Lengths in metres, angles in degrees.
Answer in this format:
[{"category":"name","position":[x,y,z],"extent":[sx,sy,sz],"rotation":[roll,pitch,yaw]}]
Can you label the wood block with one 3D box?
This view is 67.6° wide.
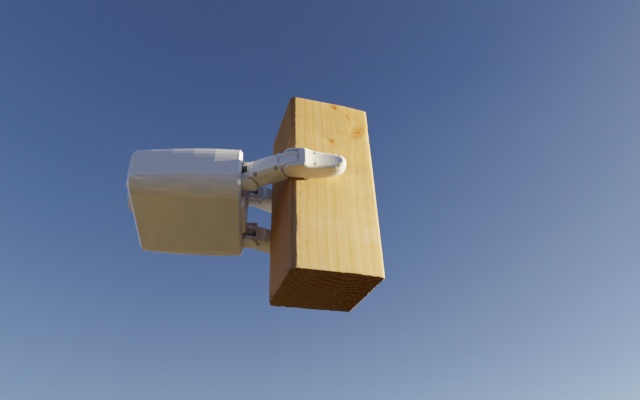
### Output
[{"category":"wood block","position":[0.000,0.001,0.506],"extent":[0.090,0.206,0.091],"rotation":[9,-35,-16]}]
